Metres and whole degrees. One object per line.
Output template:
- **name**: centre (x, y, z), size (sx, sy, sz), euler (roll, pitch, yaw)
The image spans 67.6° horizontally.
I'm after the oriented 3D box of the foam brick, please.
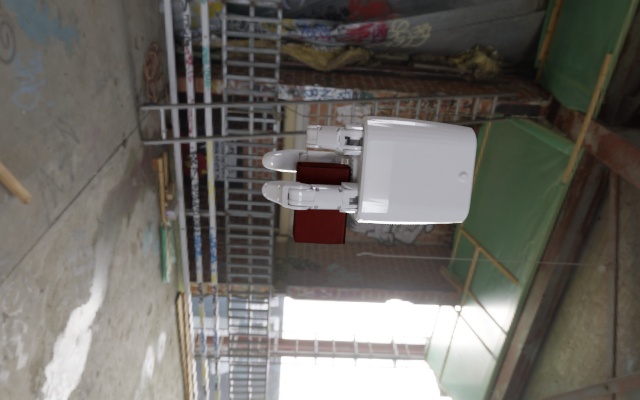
- **foam brick**: centre (0.000, 0.002, 0.483), size (0.051, 0.078, 0.053), euler (3, 9, -6)
